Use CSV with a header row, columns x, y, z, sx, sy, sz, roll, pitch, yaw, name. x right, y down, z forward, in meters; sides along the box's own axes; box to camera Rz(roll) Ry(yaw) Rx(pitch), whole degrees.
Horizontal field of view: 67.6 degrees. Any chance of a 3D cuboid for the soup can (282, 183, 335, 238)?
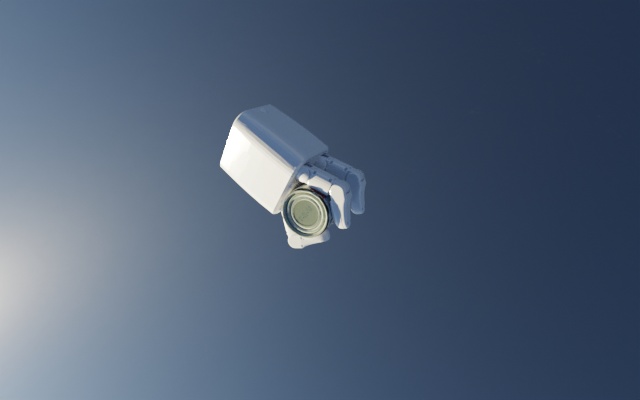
x,y,z,sx,sy,sz,roll,pitch,yaw,name
0.000,0.003,0.648,0.068,0.068,0.102,0,17,25,soup can
